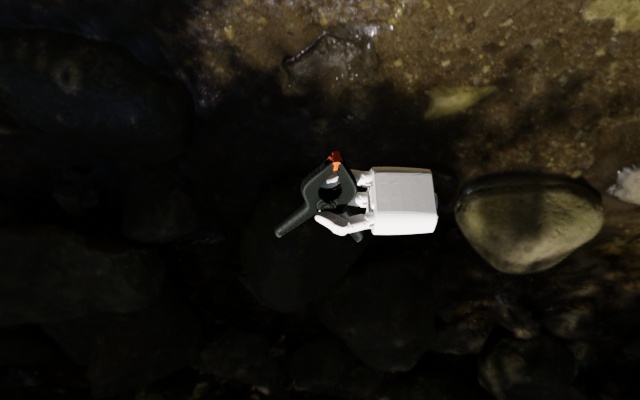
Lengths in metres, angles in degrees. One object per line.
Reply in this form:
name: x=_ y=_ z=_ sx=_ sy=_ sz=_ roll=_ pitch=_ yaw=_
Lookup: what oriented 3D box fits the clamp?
clamp: x=0.000 y=0.003 z=0.816 sx=0.164 sy=0.036 sz=0.210 roll=-1 pitch=-42 yaw=-3
